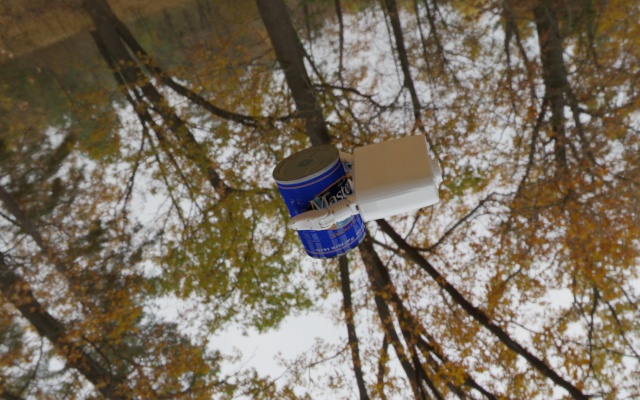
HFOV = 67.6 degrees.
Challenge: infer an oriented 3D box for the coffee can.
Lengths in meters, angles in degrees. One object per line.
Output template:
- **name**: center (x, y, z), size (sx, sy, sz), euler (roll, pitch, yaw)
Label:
- **coffee can**: center (0.000, 0.002, 0.719), size (0.103, 0.140, 0.102), euler (-17, 27, 9)
